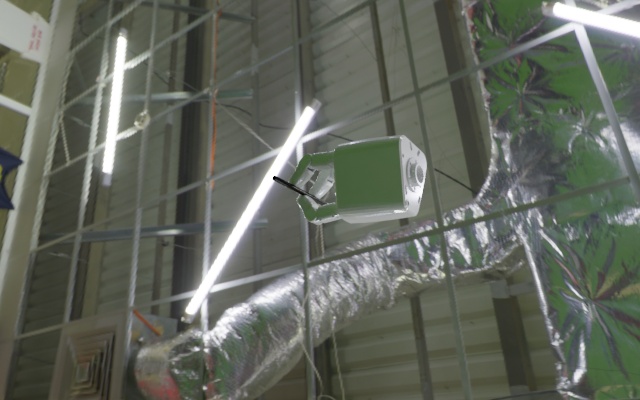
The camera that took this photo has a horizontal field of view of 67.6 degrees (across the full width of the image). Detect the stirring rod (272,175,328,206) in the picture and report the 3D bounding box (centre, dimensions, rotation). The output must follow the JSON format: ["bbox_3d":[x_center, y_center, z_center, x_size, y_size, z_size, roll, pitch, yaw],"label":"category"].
[{"bbox_3d":[0.000,0.003,0.786,0.011,0.011,0.239,0,-17,36],"label":"stirring rod"}]
